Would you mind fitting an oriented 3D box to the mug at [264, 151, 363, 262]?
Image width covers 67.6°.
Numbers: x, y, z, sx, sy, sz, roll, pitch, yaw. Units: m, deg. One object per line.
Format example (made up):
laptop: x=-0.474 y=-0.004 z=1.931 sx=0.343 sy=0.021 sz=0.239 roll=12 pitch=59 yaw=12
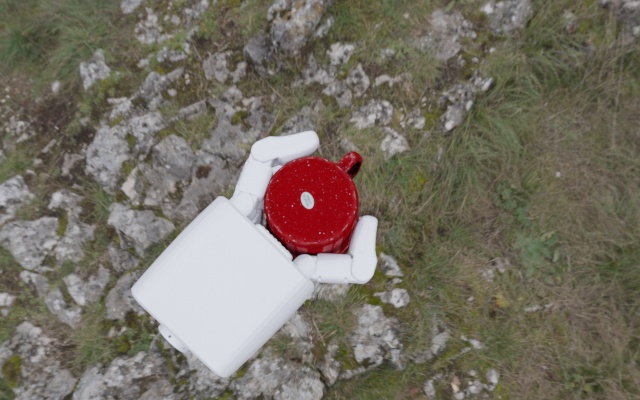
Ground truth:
mug: x=0.001 y=0.000 z=0.442 sx=0.093 sy=0.117 sz=0.081 roll=41 pitch=-12 yaw=10
